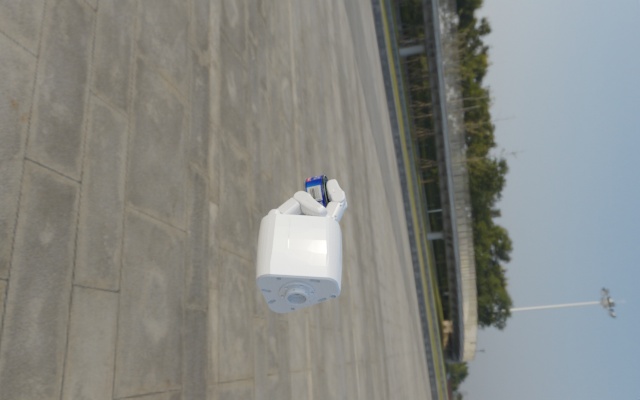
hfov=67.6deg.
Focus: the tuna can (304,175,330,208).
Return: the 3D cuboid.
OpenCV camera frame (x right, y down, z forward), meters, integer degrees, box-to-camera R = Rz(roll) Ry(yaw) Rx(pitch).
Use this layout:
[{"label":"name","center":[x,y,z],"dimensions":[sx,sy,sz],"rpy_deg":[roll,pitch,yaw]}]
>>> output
[{"label":"tuna can","center":[0.001,0.002,0.771],"dimensions":[0.034,0.086,0.086],"rpy_deg":[-12,-2,9]}]
